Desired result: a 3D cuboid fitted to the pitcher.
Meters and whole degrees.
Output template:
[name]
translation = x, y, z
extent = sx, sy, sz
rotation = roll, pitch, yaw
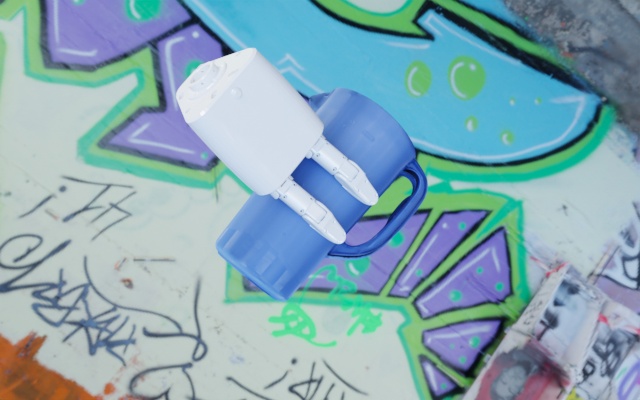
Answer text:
[pitcher]
translation = 0.000, 0.002, 0.568
extent = 0.149, 0.243, 0.145
rotation = 27, -16, 51
